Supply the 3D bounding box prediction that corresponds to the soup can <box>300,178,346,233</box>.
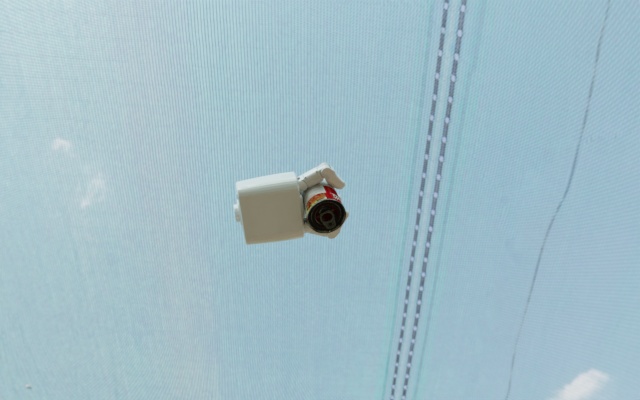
[{"bbox_3d":[0.001,0.002,0.847,0.068,0.068,0.102,0,30,-14],"label":"soup can"}]
